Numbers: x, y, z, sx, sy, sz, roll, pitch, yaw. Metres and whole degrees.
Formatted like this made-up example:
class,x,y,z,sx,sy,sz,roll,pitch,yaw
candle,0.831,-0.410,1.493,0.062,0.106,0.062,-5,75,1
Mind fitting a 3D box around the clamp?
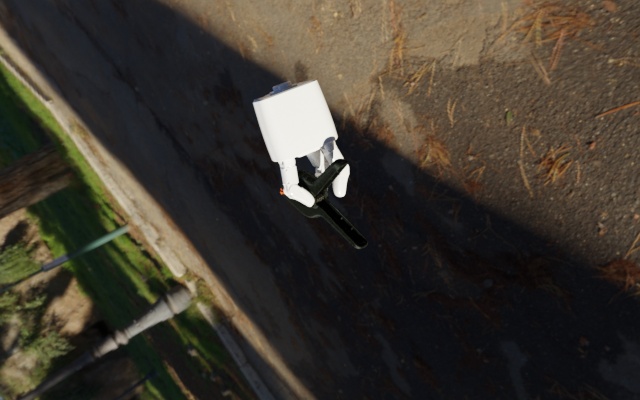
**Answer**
class,x,y,z,sx,sy,sz,roll,pitch,yaw
clamp,-0.001,0.003,0.854,0.036,0.164,0.210,-30,20,-31
